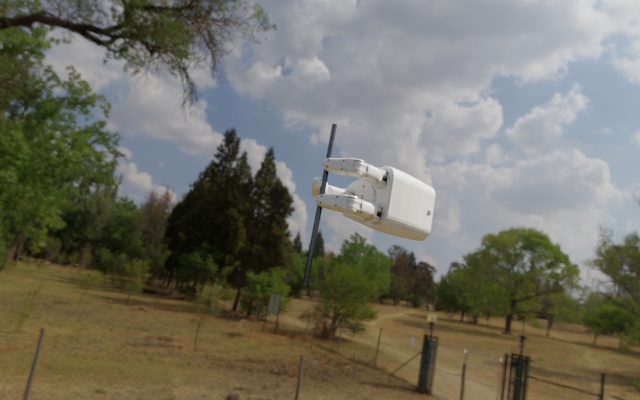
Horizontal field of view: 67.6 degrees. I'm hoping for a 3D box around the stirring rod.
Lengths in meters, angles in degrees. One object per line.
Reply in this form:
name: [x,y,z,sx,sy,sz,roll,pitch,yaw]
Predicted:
stirring rod: [0.000,0.002,0.693,0.011,0.239,0.011,10,-11,2]
